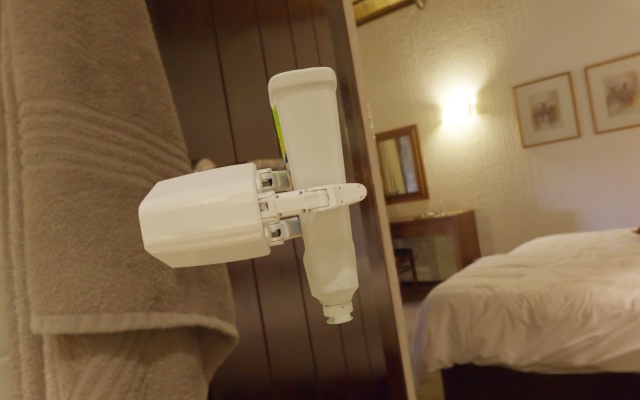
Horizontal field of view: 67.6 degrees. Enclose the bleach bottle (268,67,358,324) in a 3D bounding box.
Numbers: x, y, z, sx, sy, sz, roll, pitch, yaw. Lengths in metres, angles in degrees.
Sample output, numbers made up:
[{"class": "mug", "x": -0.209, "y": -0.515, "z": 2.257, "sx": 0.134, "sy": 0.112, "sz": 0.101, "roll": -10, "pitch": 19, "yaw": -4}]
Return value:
[{"class": "bleach bottle", "x": 0.000, "y": 0.002, "z": 0.492, "sx": 0.068, "sy": 0.251, "sz": 0.102, "roll": -10, "pitch": 0, "yaw": -4}]
